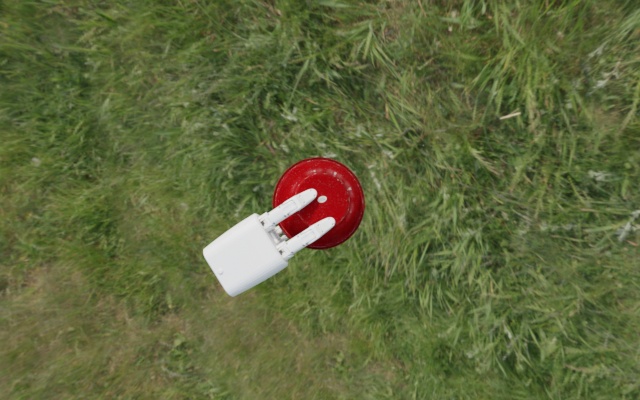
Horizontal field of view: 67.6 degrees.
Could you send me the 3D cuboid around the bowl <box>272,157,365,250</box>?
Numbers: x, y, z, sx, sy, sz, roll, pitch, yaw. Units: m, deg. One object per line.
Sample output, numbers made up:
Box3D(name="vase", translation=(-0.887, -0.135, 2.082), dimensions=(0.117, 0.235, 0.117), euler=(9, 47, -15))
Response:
Box3D(name="bowl", translation=(0.001, 0.002, 0.805), dimensions=(0.162, 0.162, 0.055), euler=(0, -4, -5))
